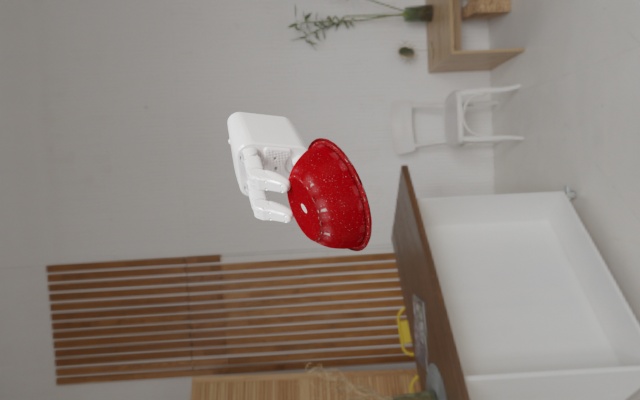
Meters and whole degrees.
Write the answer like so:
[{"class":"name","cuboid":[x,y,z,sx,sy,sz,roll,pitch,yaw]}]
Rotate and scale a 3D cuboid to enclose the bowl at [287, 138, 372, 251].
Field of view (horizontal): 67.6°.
[{"class":"bowl","cuboid":[0.000,0.003,0.633,0.055,0.162,0.162,-22,9,-23]}]
